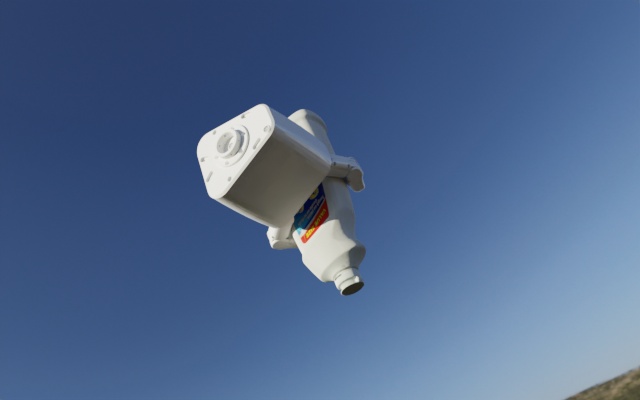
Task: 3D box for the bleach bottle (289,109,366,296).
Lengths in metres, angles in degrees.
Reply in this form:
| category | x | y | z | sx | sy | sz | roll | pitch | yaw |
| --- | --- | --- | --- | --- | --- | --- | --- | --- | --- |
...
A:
| category | x | y | z | sx | sy | sz | roll | pitch | yaw |
| --- | --- | --- | --- | --- | --- | --- | --- | --- | --- |
| bleach bottle | 0.000 | 0.002 | 0.612 | 0.102 | 0.250 | 0.068 | -37 | -36 | 18 |
